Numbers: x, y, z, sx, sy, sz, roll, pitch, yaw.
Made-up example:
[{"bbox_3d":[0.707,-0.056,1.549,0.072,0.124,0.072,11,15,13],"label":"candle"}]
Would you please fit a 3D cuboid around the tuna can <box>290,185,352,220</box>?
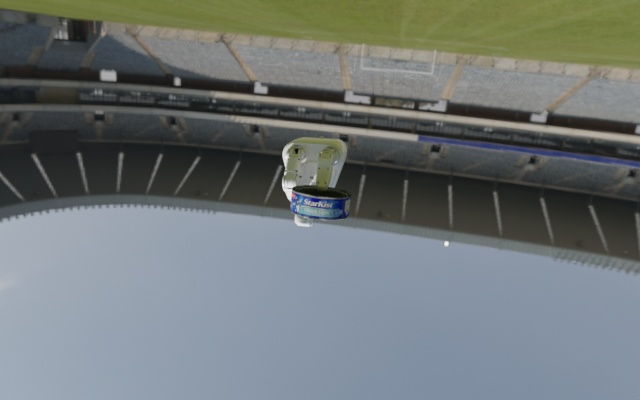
[{"bbox_3d":[0.000,0.003,0.683,0.086,0.034,0.086,6,11,-1],"label":"tuna can"}]
